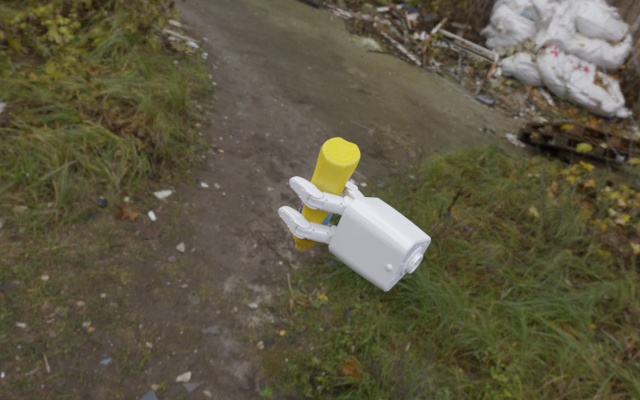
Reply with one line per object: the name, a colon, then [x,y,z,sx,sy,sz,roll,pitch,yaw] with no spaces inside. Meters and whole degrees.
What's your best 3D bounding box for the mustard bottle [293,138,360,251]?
mustard bottle: [0.000,0.002,0.742,0.058,0.192,0.096,23,29,1]
